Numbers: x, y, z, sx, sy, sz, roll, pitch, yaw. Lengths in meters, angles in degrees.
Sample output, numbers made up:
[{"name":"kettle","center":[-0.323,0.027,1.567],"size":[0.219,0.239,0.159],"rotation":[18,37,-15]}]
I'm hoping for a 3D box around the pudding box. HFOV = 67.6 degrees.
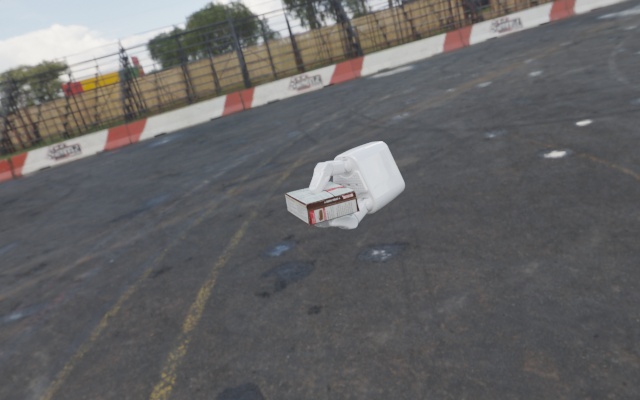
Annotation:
[{"name":"pudding box","center":[0.000,0.002,0.794],"size":[0.090,0.039,0.113],"rotation":[-16,14,-18]}]
